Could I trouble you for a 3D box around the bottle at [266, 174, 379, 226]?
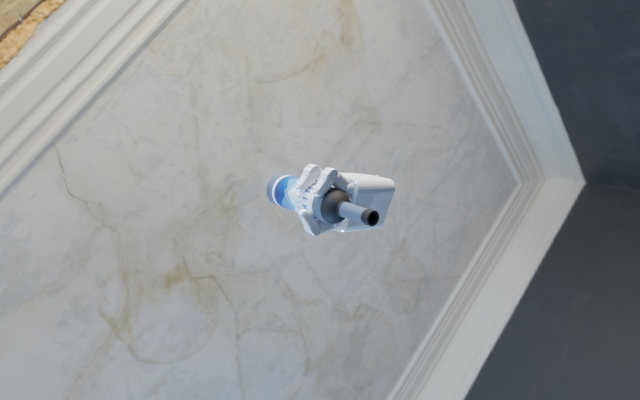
[{"bbox_3d":[0.000,0.003,0.900,0.069,0.069,0.295,0,10,-37],"label":"bottle"}]
